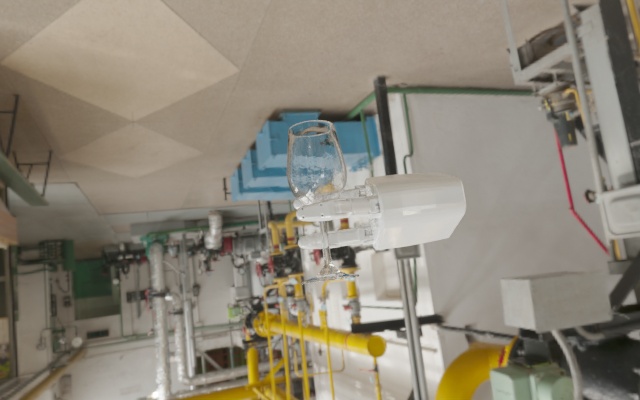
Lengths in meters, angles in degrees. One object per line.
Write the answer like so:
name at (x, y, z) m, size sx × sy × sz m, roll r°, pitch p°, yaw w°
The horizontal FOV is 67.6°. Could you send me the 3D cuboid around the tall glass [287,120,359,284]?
tall glass at (0.000, 0.003, 0.614) m, size 0.079 × 0.201 × 0.079 m, roll -7°, pitch -9°, yaw -1°
